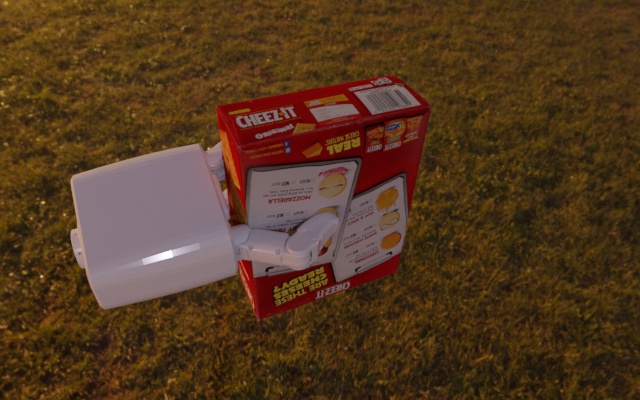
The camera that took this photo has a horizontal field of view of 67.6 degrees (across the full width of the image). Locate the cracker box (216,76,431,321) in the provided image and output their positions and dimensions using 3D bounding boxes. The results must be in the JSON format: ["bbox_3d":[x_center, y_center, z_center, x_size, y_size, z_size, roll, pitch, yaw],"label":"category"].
[{"bbox_3d":[0.000,0.001,0.449,0.164,0.214,0.072,-15,45,-18],"label":"cracker box"}]
